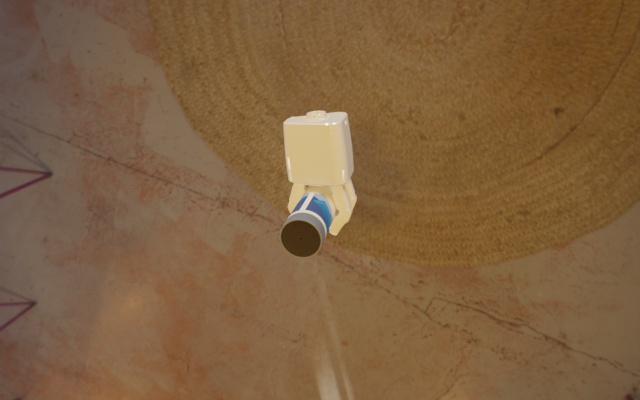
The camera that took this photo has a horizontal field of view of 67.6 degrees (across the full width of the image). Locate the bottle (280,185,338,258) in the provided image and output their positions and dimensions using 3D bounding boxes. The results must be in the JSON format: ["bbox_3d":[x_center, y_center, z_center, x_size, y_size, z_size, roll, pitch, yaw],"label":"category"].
[{"bbox_3d":[0.000,0.003,0.852,0.069,0.069,0.295,0,22,13],"label":"bottle"}]
